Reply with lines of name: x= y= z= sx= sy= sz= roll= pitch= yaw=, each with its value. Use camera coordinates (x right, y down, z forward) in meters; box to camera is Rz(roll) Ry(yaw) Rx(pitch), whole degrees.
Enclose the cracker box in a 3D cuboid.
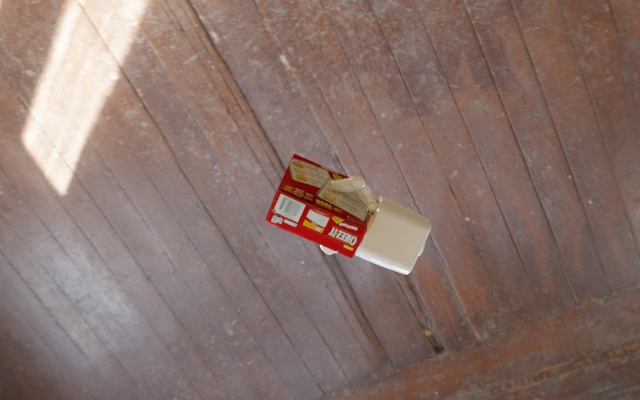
cracker box: x=0.000 y=0.003 z=0.880 sx=0.164 sy=0.072 sz=0.213 roll=24 pitch=21 yaw=-5
